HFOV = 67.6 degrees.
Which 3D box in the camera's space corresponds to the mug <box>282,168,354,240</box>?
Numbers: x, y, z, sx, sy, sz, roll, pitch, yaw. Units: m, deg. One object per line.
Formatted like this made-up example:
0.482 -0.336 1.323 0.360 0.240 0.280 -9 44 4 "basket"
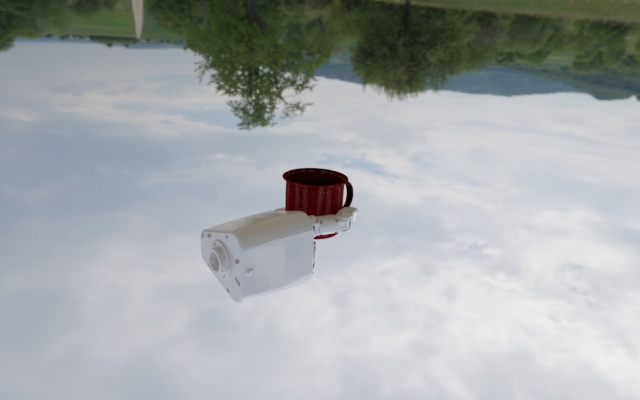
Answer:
0.001 0.002 0.689 0.117 0.081 0.093 -13 25 -38 "mug"
